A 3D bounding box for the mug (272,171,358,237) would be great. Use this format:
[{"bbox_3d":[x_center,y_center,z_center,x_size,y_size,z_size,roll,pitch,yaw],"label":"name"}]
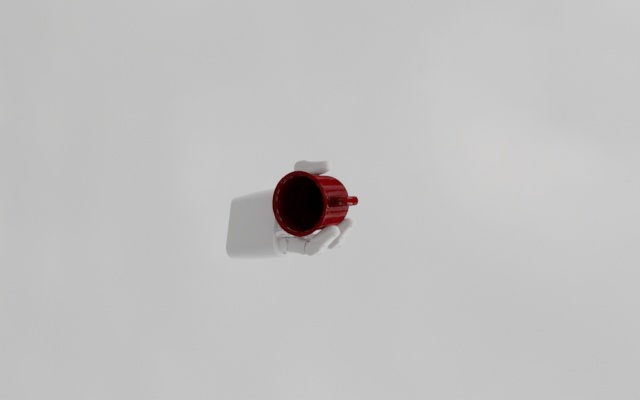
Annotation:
[{"bbox_3d":[0.001,0.002,0.695,0.117,0.093,0.081,-6,-1,32],"label":"mug"}]
